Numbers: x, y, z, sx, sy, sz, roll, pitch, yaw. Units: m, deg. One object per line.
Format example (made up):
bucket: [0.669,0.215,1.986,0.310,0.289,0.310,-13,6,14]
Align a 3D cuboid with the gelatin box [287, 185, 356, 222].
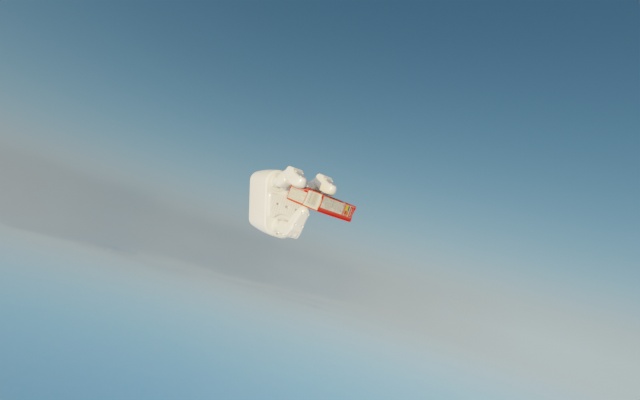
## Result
gelatin box: [0.000,0.003,0.756,0.073,0.030,0.089,20,0,-39]
